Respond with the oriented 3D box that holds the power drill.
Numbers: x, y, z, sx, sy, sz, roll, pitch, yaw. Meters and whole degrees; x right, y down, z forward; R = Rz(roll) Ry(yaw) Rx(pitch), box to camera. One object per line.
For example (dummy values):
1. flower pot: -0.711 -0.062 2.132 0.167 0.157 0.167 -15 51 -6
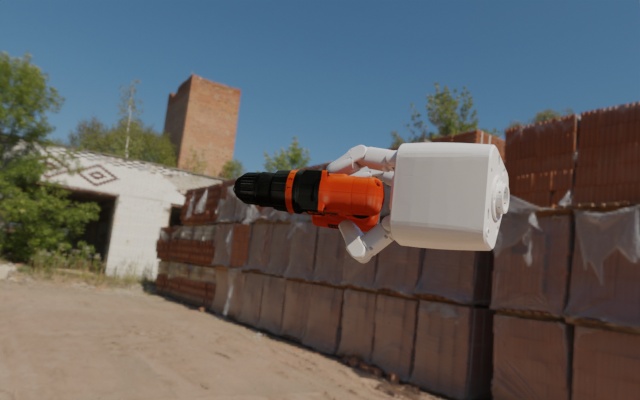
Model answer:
1. power drill: 0.000 0.002 0.633 0.184 0.057 0.188 6 -6 16
